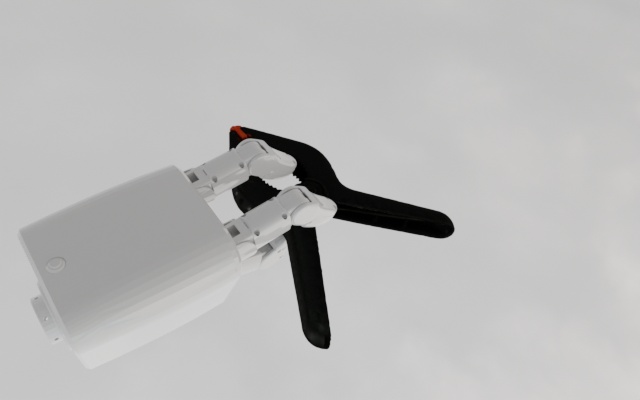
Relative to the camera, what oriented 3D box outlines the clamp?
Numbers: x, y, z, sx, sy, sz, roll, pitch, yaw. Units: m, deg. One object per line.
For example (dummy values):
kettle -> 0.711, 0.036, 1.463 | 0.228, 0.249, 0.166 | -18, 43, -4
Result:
clamp -> -0.001, 0.002, 0.409 | 0.164, 0.210, 0.036 | -27, -30, -29
